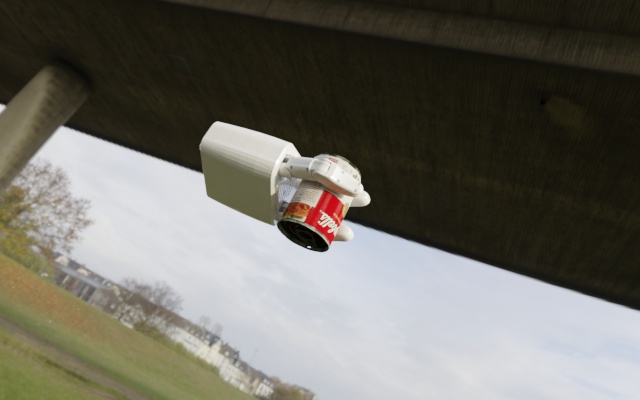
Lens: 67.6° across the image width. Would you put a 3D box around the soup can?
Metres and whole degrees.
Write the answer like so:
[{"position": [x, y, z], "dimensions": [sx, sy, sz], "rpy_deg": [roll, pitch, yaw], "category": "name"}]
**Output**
[{"position": [0.001, 0.002, 0.576], "dimensions": [0.068, 0.102, 0.068], "rpy_deg": [22, -26, 11], "category": "soup can"}]
